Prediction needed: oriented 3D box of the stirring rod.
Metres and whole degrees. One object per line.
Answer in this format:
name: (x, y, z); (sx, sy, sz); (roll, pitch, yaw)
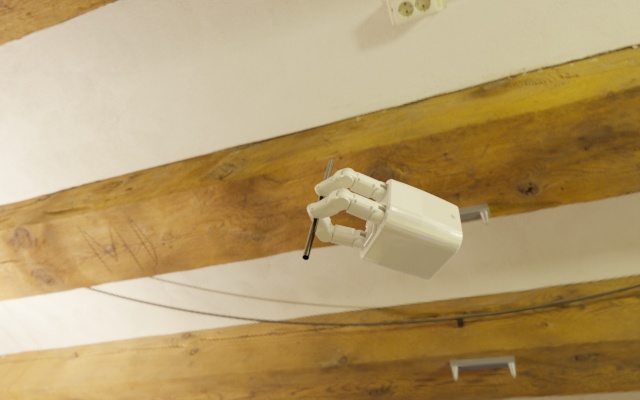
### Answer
stirring rod: (0.000, 0.002, 0.663); (0.011, 0.011, 0.239); (0, 33, 10)
